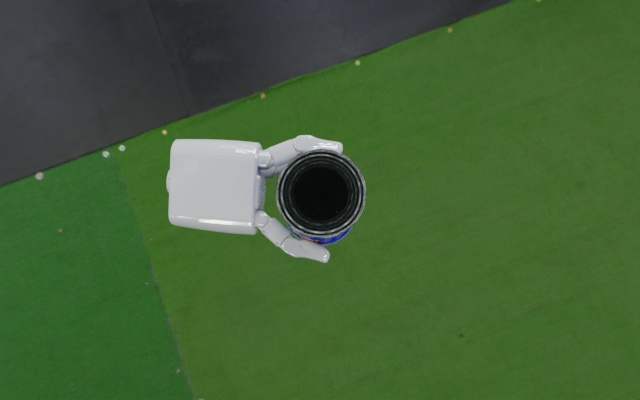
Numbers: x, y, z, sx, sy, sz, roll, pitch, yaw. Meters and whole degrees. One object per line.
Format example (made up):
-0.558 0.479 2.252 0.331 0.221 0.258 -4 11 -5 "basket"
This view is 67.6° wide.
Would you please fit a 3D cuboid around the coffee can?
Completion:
0.000 0.002 0.603 0.103 0.103 0.140 0 -9 0 "coffee can"
